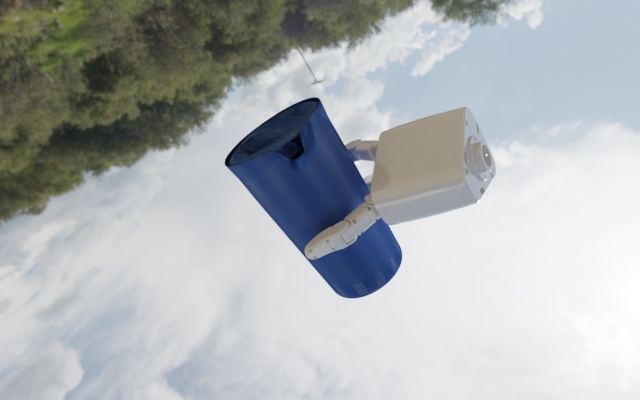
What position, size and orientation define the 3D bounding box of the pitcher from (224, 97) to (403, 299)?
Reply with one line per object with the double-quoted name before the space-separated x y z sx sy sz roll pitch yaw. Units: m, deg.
"pitcher" 0.000 0.002 0.606 0.145 0.243 0.149 -17 29 34
